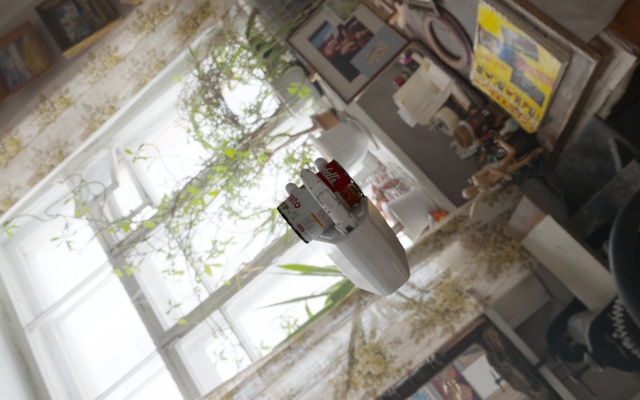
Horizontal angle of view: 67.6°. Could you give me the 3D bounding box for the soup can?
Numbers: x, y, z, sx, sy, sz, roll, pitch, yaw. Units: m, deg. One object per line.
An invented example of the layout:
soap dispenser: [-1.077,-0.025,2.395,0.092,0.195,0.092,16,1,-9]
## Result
soup can: [0.000,0.002,0.644,0.102,0.068,0.068,-40,0,-1]
